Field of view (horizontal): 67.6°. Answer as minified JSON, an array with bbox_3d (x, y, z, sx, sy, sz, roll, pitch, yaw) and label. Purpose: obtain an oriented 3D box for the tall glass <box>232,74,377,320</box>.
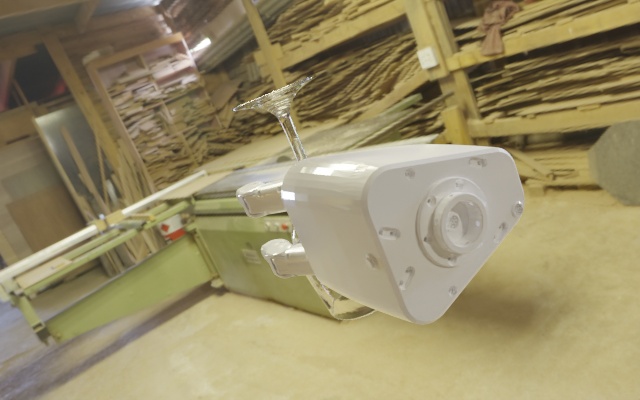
[{"bbox_3d":[0.000,0.001,0.409,0.079,0.201,0.079,-21,14,6],"label":"tall glass"}]
